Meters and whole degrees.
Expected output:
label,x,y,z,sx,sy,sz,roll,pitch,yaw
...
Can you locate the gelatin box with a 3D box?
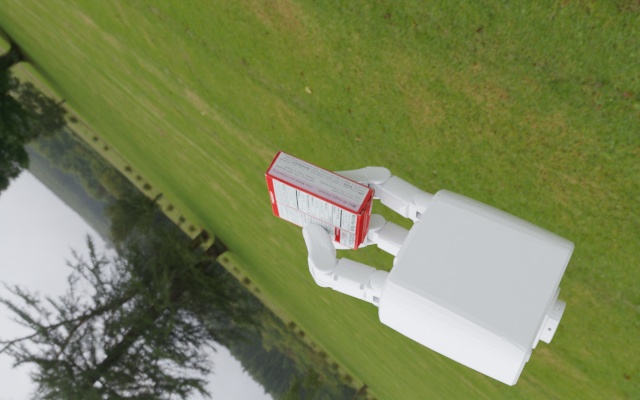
label,x,y,z,sx,sy,sz,roll,pitch,yaw
gelatin box,0.000,0.002,0.413,0.089,0.030,0.073,23,-25,13
